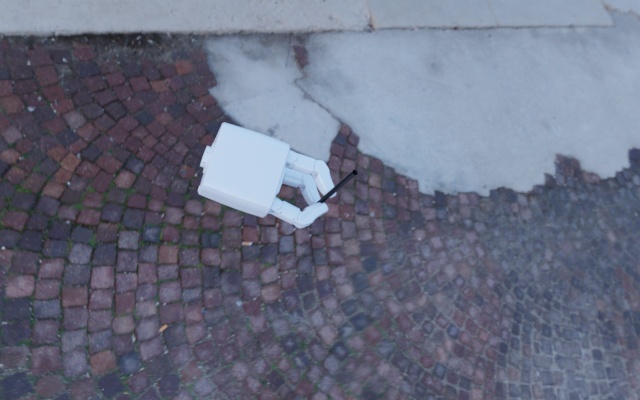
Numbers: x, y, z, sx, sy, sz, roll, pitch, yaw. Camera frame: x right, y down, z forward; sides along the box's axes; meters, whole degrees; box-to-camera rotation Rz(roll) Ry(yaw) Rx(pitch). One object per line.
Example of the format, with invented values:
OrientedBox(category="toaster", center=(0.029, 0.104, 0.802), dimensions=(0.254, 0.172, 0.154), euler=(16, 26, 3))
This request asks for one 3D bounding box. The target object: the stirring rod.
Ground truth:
OrientedBox(category="stirring rod", center=(0.000, 0.003, 0.752), dimensions=(0.011, 0.011, 0.240), euler=(0, -20, -24))
